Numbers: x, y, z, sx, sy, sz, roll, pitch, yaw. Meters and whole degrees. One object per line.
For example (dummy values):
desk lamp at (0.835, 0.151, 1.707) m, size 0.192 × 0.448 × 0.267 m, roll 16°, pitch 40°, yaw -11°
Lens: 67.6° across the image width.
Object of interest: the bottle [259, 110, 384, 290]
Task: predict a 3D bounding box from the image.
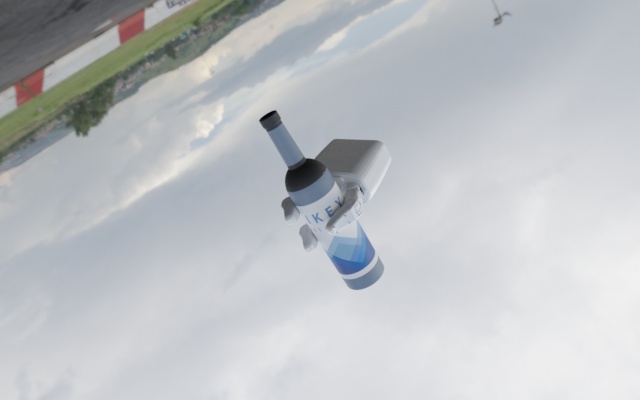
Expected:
bottle at (0.000, 0.003, 0.691) m, size 0.069 × 0.296 × 0.069 m, roll -26°, pitch 24°, yaw 13°
